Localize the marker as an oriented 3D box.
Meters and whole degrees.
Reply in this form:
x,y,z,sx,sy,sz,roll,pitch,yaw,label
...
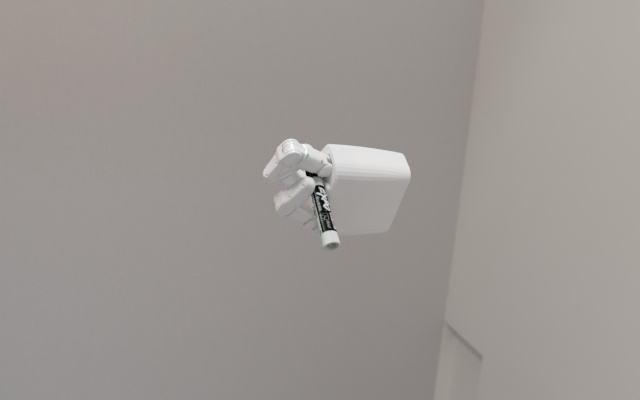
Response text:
x,y,z,sx,sy,sz,roll,pitch,yaw,label
0.000,0.002,0.551,0.020,0.121,0.020,-10,-35,-7,marker
